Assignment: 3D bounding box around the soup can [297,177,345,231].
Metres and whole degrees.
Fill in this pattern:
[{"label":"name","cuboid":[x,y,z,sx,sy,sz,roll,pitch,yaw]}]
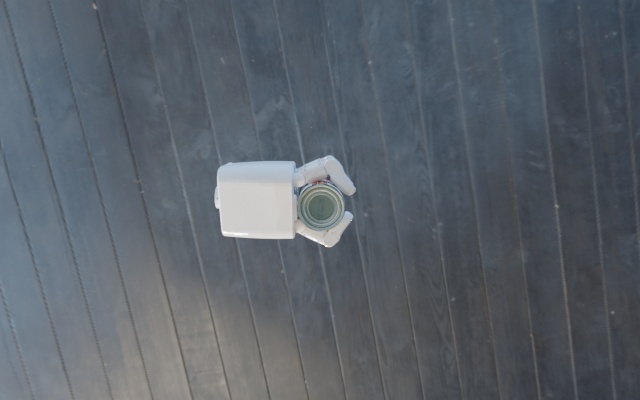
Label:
[{"label":"soup can","cuboid":[0.001,0.002,0.694,0.068,0.068,0.102,0,9,-1]}]
